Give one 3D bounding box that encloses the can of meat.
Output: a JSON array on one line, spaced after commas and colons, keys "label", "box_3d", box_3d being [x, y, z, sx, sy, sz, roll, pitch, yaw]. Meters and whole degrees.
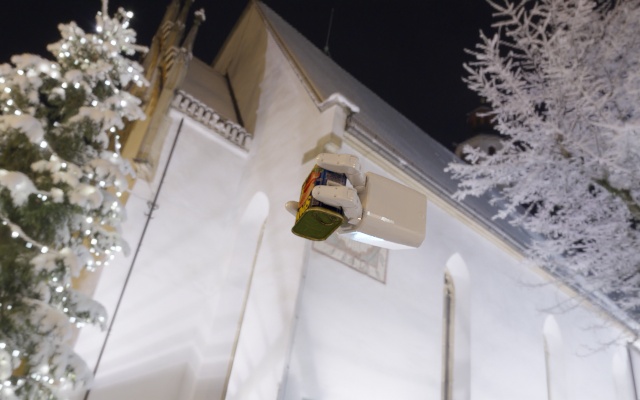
[{"label": "can of meat", "box_3d": [0.000, 0.002, 0.714, 0.057, 0.084, 0.102, 17, -29, -13]}]
